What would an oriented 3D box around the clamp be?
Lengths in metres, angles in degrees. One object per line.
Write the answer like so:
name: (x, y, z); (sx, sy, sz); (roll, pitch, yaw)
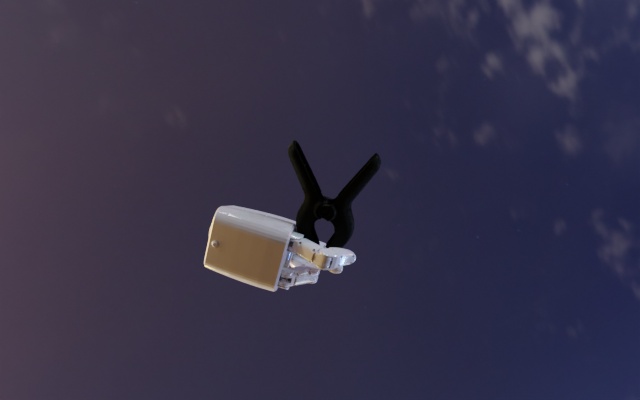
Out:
clamp: (0.000, 0.002, 0.637); (0.120, 0.171, 0.039); (20, 18, 10)
